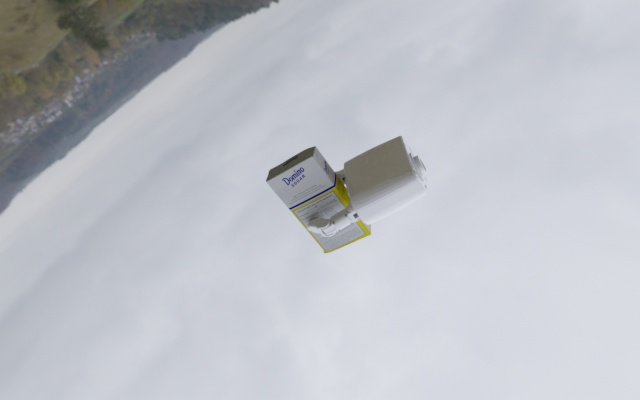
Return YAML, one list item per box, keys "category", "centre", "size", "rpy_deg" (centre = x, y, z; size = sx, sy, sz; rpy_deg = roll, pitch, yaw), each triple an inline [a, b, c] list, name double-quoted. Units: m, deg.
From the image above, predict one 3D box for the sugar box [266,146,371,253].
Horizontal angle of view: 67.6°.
- category: "sugar box"
  centre: [0.000, 0.002, 0.787]
  size: [0.093, 0.176, 0.048]
  rpy_deg: [-26, 26, 21]
